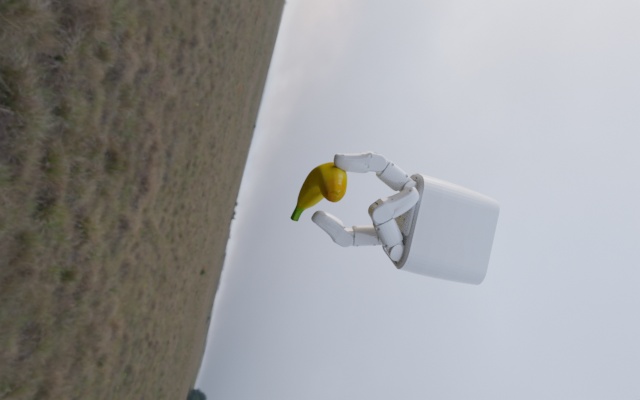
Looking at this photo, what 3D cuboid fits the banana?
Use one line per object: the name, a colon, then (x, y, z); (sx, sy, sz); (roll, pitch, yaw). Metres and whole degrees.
banana: (0.003, -0.015, 0.603); (0.037, 0.069, 0.198); (15, -13, -11)
